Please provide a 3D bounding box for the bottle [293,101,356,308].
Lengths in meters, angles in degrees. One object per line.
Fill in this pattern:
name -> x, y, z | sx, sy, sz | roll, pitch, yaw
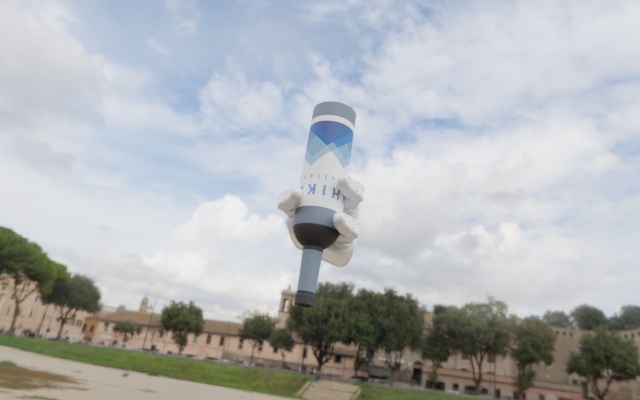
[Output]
bottle -> 0.000, 0.002, 0.678 | 0.069, 0.295, 0.069 | 8, -21, 3
